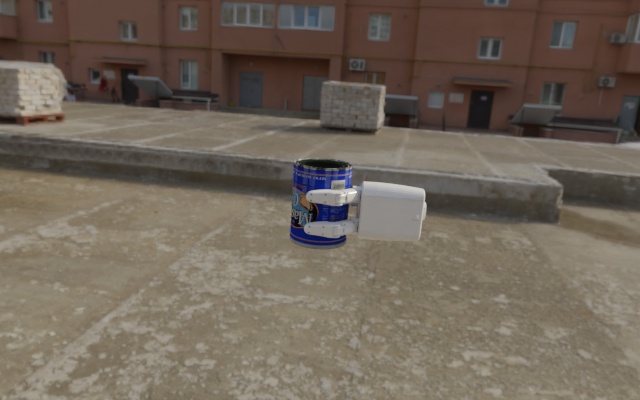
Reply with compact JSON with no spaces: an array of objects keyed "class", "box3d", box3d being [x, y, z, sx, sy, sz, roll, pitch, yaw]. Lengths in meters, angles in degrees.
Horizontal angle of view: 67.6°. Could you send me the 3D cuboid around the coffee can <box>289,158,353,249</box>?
[{"class":"coffee can","box3d":[0.000,0.003,0.838,0.103,0.140,0.102,4,15,-1]}]
